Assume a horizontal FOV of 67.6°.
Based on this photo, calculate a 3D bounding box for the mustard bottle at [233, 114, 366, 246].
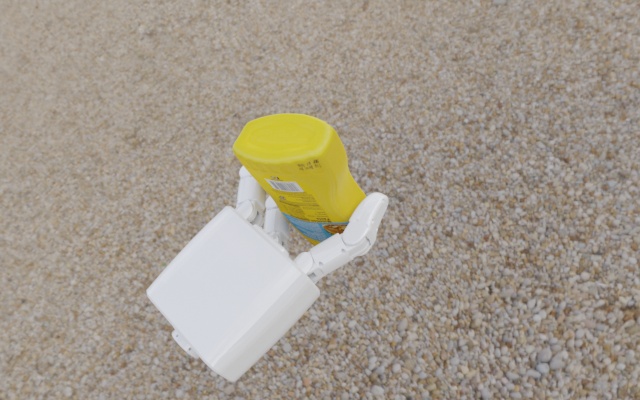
[{"bbox_3d":[0.000,0.001,0.464,0.096,0.058,0.192,6,-32,30],"label":"mustard bottle"}]
